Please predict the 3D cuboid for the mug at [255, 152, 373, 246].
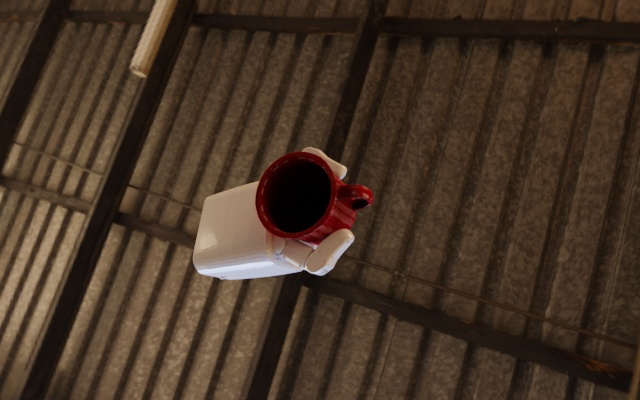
[{"bbox_3d":[0.001,0.001,0.517,0.117,0.093,0.081,-11,-19,22],"label":"mug"}]
